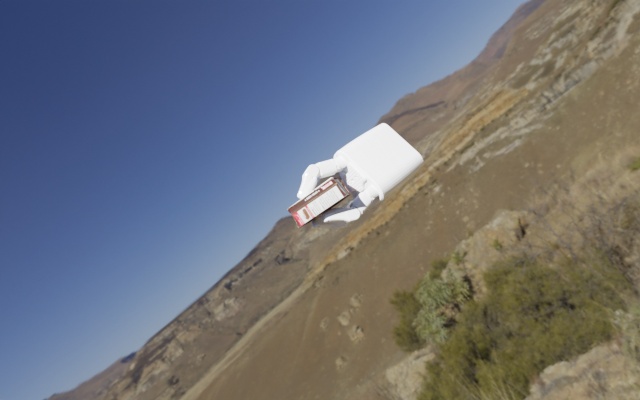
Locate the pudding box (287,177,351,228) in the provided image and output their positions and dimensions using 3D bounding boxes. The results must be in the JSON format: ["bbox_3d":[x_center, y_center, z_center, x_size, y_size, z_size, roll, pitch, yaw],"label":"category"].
[{"bbox_3d":[0.000,0.002,0.769,0.090,0.039,0.113,-35,-4,6],"label":"pudding box"}]
